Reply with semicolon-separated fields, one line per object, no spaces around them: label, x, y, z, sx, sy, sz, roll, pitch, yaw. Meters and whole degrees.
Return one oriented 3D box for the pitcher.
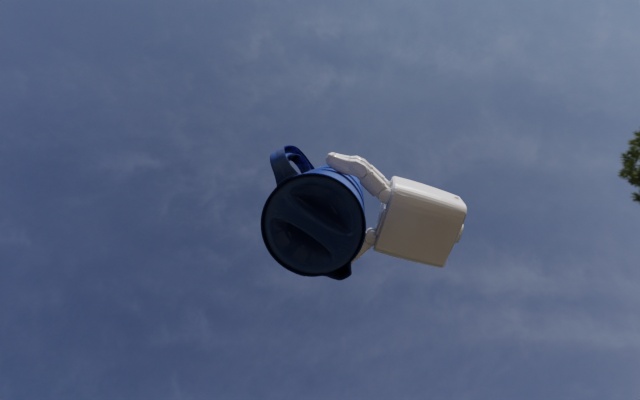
pitcher;0.000;0.002;0.702;0.145;0.149;0.243;15;12;4
